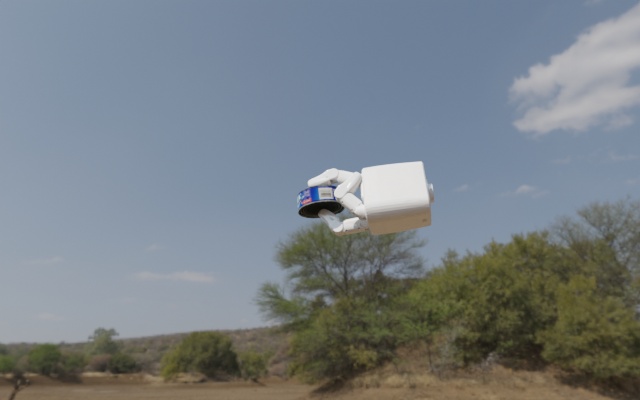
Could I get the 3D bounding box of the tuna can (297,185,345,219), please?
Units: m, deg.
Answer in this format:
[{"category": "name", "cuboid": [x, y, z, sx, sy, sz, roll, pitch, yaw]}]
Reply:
[{"category": "tuna can", "cuboid": [0.000, 0.002, 0.874, 0.086, 0.033, 0.086, -6, -21, -2]}]
